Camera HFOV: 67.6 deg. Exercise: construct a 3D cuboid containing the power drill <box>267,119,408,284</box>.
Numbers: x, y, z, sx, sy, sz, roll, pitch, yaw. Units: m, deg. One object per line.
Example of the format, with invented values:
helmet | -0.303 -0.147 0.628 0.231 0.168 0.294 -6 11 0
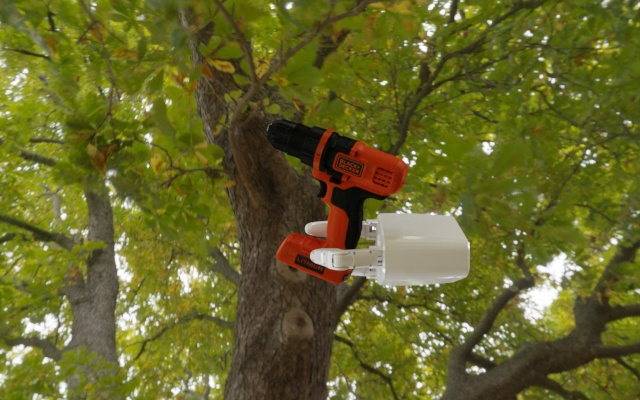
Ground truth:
power drill | 0.000 0.003 0.618 0.184 0.188 0.057 22 25 12
